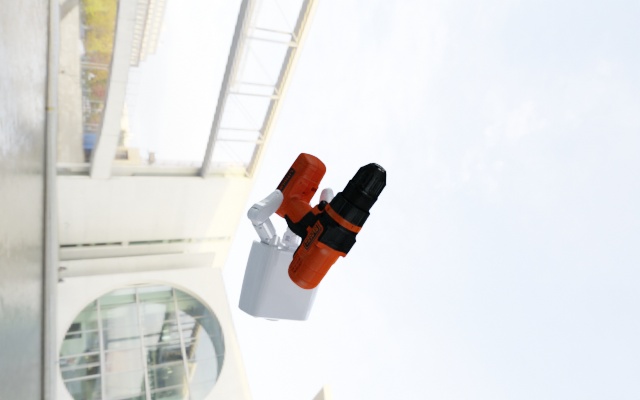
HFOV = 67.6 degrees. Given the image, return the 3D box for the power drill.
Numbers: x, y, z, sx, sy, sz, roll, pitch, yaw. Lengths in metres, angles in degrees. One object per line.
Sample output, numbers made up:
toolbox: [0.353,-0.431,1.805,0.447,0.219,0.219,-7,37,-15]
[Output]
power drill: [0.000,0.002,0.650,0.057,0.184,0.187,29,13,-28]
